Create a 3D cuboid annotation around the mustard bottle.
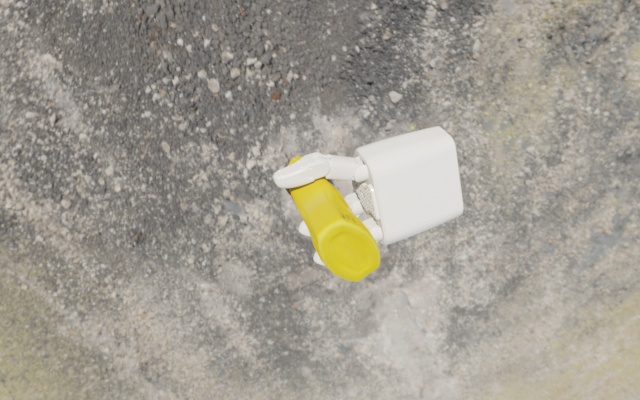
[{"bbox_3d":[0.000,0.002,0.556,0.096,0.058,0.191,48,7,-40],"label":"mustard bottle"}]
